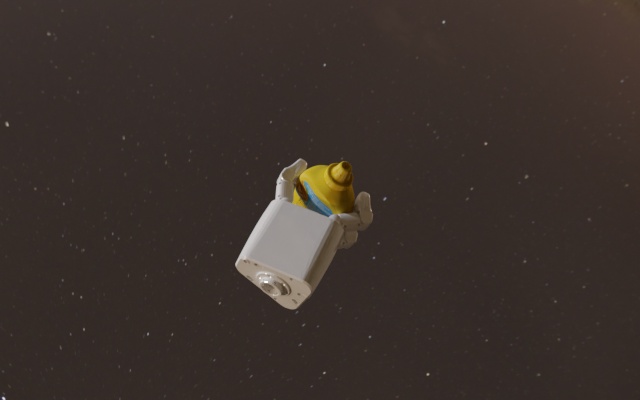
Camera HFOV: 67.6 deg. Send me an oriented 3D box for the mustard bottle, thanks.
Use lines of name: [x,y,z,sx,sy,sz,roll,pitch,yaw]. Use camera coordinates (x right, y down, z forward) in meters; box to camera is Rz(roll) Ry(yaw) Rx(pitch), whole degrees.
mustard bottle: [0.000,0.002,0.723,0.058,0.096,0.192,-31,-15,-36]
